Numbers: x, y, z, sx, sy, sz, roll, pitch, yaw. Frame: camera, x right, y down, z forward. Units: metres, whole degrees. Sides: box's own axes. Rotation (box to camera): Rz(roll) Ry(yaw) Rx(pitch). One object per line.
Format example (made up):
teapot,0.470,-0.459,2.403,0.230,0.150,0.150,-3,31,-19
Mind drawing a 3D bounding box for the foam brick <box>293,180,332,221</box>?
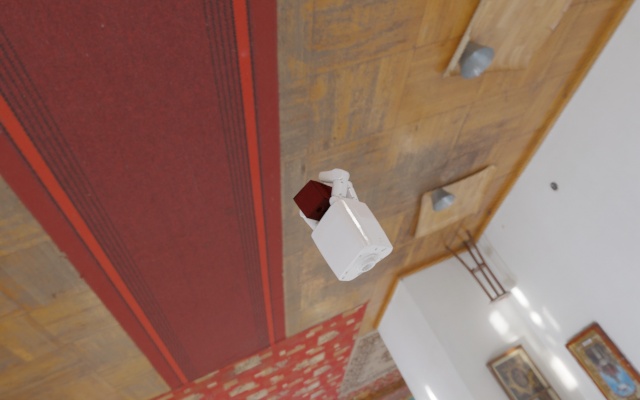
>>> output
foam brick,0.000,0.003,0.889,0.053,0.051,0.078,-48,-34,20
